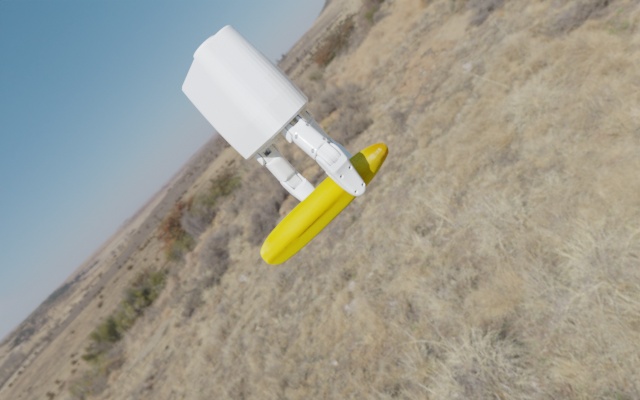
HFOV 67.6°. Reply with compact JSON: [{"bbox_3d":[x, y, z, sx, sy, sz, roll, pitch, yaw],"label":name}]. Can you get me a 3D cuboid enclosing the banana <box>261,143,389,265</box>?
[{"bbox_3d":[-0.004,0.009,0.516,0.198,0.037,0.069,-43,8,16],"label":"banana"}]
